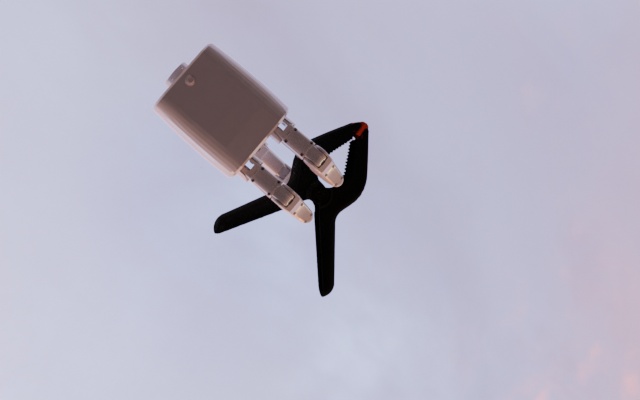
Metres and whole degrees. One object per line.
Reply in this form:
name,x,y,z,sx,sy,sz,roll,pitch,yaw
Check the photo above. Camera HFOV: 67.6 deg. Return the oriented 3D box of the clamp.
clamp,0.000,0.001,0.570,0.164,0.210,0.036,41,-6,-19
